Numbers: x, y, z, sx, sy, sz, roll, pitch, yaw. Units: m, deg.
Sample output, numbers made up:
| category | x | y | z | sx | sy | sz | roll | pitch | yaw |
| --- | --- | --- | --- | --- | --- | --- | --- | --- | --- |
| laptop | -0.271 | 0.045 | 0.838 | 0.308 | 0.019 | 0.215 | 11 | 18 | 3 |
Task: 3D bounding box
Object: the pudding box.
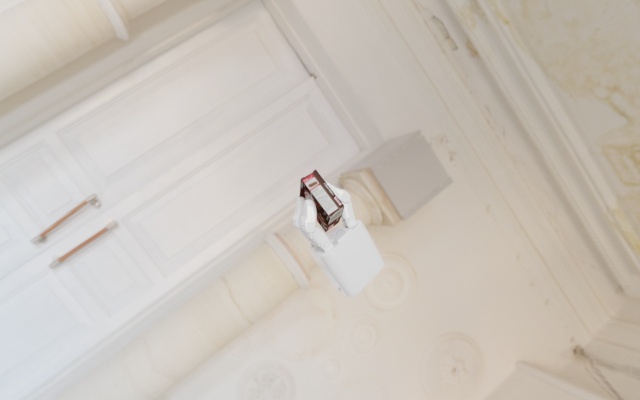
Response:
| category | x | y | z | sx | sy | sz | roll | pitch | yaw |
| --- | --- | --- | --- | --- | --- | --- | --- | --- | --- |
| pudding box | 0.000 | 0.003 | 0.894 | 0.039 | 0.090 | 0.113 | -35 | -12 | -15 |
